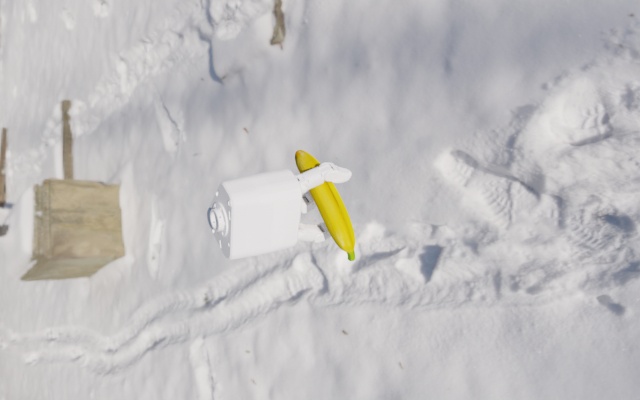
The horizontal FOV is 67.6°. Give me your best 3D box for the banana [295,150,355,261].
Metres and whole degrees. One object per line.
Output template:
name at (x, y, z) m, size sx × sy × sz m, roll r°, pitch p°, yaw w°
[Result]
banana at (0.006, -0.001, 0.726) m, size 0.037 × 0.197 × 0.070 m, roll -20°, pitch -13°, yaw -20°
